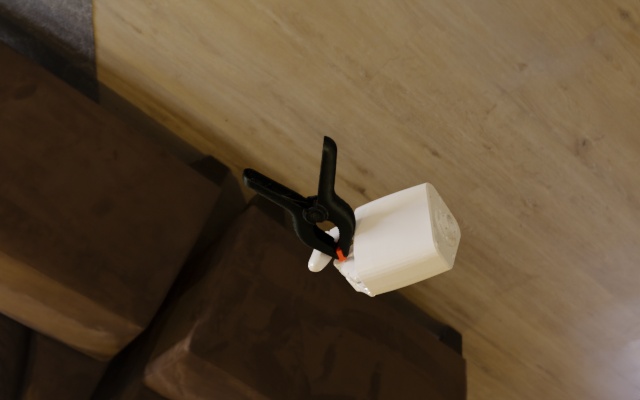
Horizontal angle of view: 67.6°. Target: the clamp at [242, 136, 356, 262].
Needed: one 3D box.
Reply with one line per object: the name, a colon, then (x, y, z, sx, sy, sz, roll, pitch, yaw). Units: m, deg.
clamp: (0.000, 0.002, 0.581, 0.120, 0.171, 0.039, -25, 32, 28)
